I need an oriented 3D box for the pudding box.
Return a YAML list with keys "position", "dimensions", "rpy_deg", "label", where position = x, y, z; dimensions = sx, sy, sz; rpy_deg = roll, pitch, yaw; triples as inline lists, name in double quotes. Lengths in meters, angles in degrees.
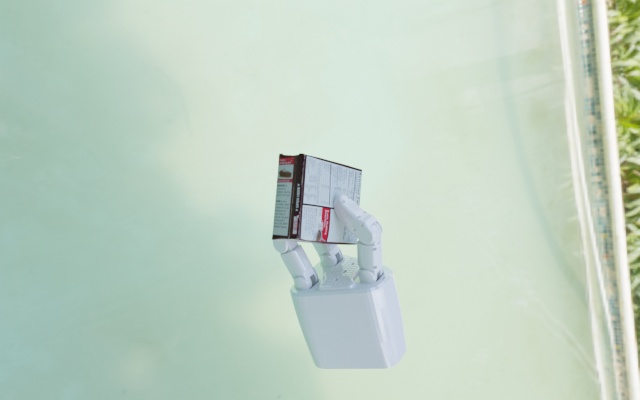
- position: [0.000, 0.002, 0.518]
  dimensions: [0.039, 0.090, 0.113]
  rpy_deg: [1, -6, 35]
  label: "pudding box"
